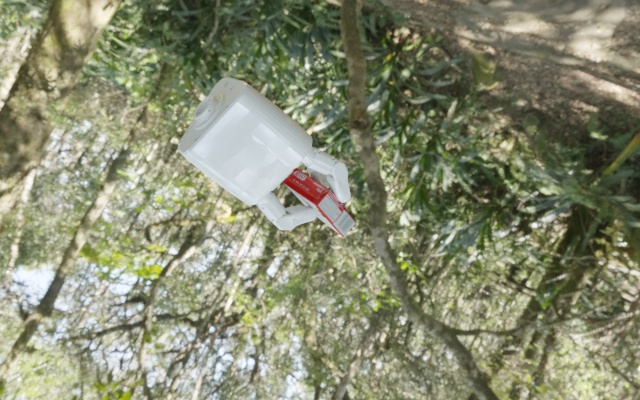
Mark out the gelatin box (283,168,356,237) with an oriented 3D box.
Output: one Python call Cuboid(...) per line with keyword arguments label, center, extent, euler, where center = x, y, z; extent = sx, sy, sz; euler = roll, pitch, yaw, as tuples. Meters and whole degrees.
Cuboid(label="gelatin box", center=(0.000, 0.003, 0.642), extent=(0.073, 0.030, 0.089), euler=(35, -10, 43))
